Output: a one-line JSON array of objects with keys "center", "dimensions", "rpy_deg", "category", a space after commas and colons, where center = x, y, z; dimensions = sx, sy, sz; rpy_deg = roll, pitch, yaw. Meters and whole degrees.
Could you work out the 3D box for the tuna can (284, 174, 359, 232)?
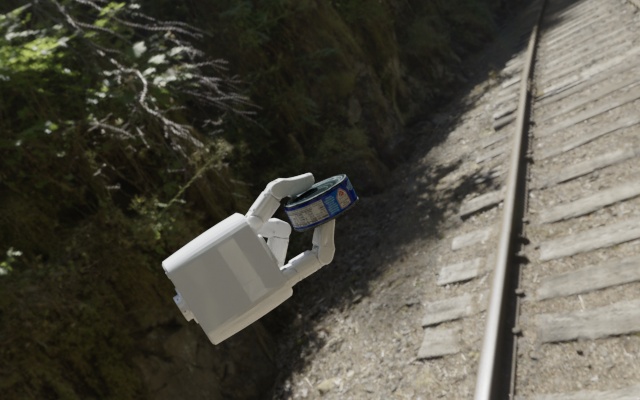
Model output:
[{"center": [0.000, 0.001, 0.571], "dimensions": [0.086, 0.034, 0.086], "rpy_deg": [-25, 11, 5], "category": "tuna can"}]
